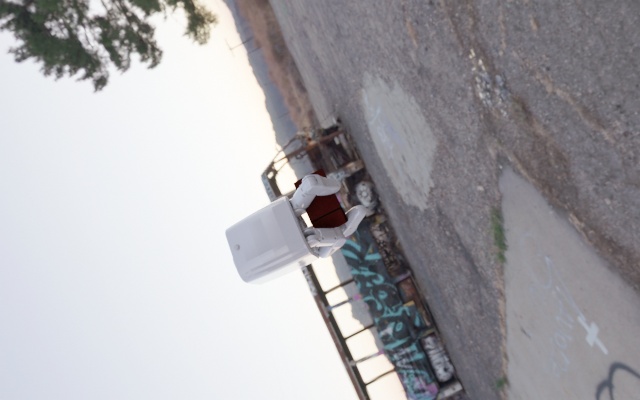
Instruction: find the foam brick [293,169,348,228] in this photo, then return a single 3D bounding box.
[{"bbox_3d":[0.000,0.002,0.722,0.051,0.078,0.053,-27,-31,2],"label":"foam brick"}]
